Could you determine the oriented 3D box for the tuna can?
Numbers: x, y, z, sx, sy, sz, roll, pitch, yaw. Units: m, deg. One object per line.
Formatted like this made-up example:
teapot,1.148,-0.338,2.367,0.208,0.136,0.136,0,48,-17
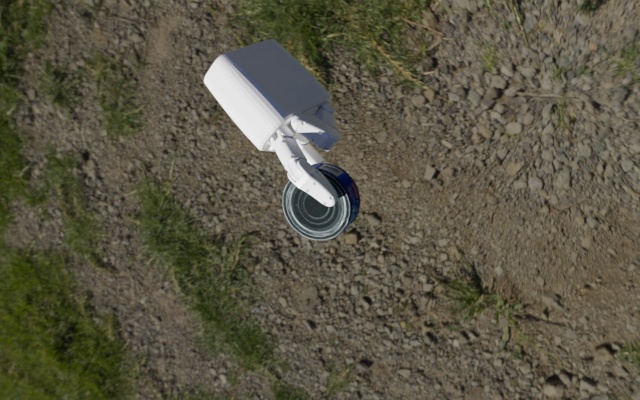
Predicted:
tuna can,0.000,0.002,0.548,0.086,0.086,0.033,0,16,23
